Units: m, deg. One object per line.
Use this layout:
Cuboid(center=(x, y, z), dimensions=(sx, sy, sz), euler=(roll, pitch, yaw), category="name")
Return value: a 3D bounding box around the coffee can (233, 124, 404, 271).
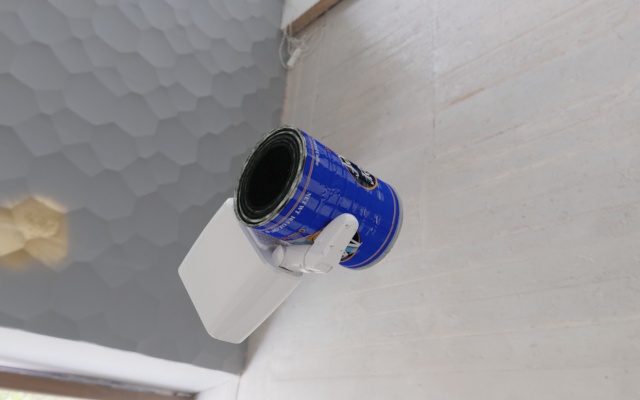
Cuboid(center=(0.000, 0.002, 0.478), dimensions=(0.140, 0.102, 0.103), euler=(27, -17, -37), category="coffee can")
